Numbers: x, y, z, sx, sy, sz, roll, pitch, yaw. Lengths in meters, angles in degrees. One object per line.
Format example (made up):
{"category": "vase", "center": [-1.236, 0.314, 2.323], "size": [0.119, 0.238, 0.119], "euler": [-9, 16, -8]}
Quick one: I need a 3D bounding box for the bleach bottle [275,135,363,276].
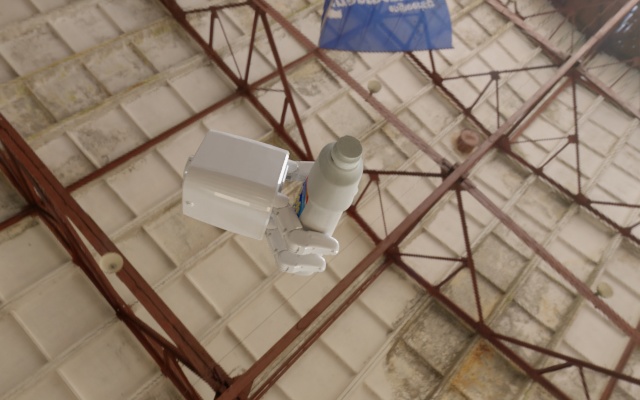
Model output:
{"category": "bleach bottle", "center": [0.000, 0.002, 0.586], "size": [0.068, 0.102, 0.251], "euler": [16, -33, -7]}
